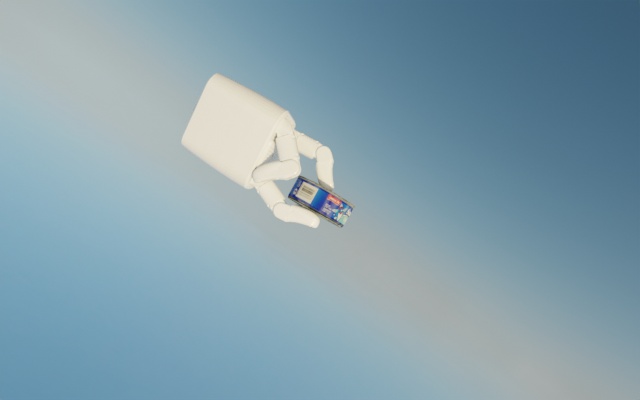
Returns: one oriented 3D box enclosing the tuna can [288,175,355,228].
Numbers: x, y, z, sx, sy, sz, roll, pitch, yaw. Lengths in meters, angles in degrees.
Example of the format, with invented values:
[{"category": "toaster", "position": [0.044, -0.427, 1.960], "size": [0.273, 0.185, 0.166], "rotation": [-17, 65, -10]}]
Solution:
[{"category": "tuna can", "position": [0.000, 0.003, 0.635], "size": [0.086, 0.034, 0.086], "rotation": [29, -3, 2]}]
